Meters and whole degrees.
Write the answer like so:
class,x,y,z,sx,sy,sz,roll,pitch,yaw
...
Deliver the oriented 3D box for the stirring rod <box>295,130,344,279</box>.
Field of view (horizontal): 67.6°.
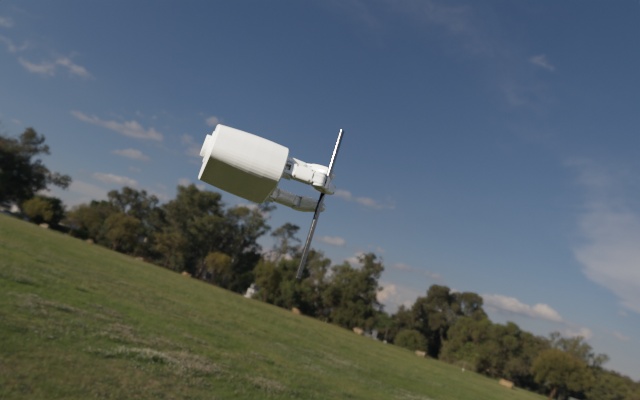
class,x,y,z,sx,sy,sz,roll,pitch,yaw
stirring rod,0.000,0.002,0.733,0.011,0.239,0.011,16,-12,3
